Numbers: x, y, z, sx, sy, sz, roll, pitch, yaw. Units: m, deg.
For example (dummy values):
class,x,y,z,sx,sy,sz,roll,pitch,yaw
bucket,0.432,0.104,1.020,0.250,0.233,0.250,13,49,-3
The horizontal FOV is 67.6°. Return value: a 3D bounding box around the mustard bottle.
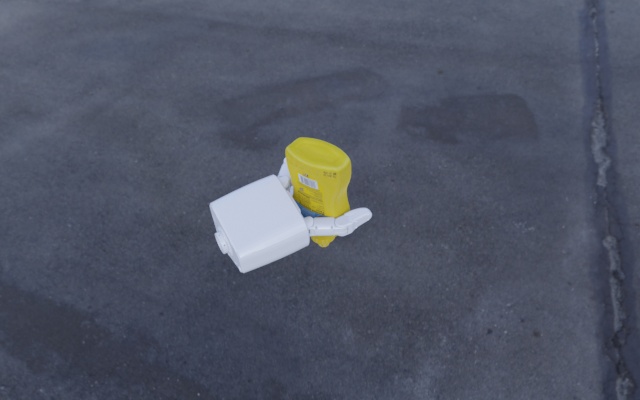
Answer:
class,x,y,z,sx,sy,sz,roll,pitch,yaw
mustard bottle,0.000,0.002,0.718,0.096,0.192,0.058,24,50,26
